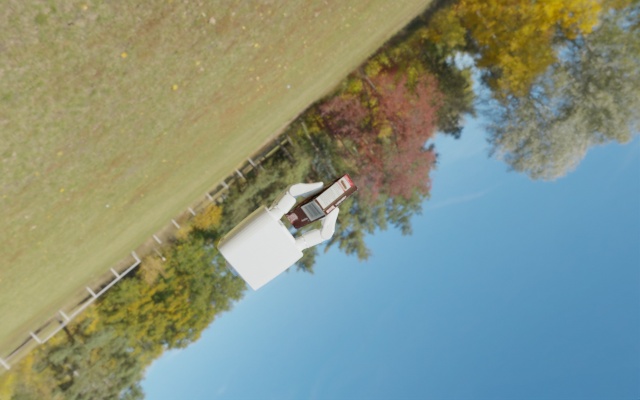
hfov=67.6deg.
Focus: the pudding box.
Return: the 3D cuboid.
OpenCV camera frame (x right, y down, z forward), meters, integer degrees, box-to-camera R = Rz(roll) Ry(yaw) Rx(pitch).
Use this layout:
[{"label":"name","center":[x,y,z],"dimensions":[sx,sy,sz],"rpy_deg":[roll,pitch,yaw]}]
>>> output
[{"label":"pudding box","center":[0.000,0.003,0.842],"dimensions":[0.090,0.039,0.113],"rpy_deg":[-40,9,-33]}]
